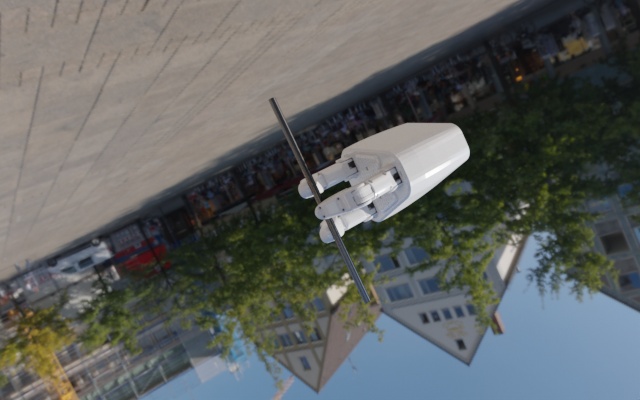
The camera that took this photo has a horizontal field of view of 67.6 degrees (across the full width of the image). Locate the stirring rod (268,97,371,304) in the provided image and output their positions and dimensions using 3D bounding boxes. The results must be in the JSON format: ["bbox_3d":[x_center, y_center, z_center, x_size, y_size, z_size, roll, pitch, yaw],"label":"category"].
[{"bbox_3d":[0.000,0.002,0.510,0.011,0.239,0.011,-25,5,2],"label":"stirring rod"}]
